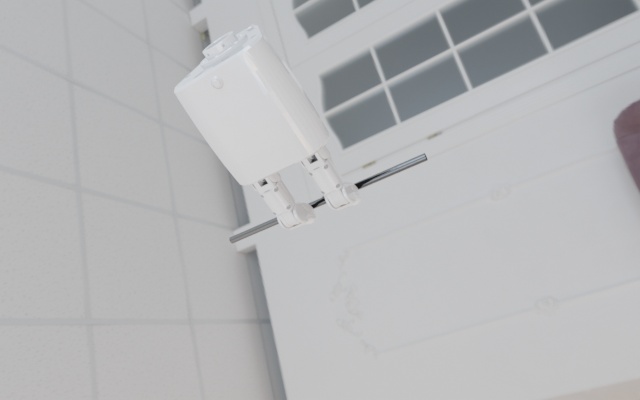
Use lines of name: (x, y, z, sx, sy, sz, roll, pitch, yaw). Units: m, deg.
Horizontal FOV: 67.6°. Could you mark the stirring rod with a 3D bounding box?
stirring rod: (0.000, 0.002, 0.510, 0.239, 0.011, 0.011, -23, -9, 21)
